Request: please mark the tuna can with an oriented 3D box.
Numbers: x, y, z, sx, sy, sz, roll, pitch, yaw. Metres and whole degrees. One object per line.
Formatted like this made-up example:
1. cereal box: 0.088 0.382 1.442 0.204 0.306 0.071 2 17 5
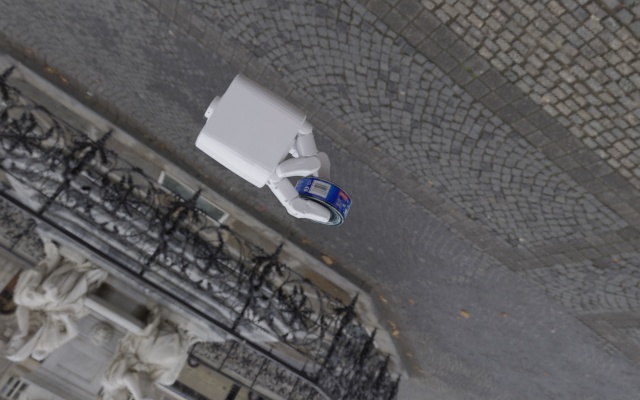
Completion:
1. tuna can: 0.000 0.003 0.691 0.086 0.033 0.086 19 -24 9
